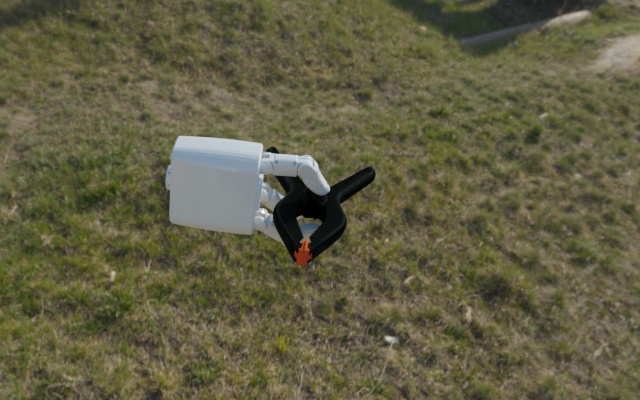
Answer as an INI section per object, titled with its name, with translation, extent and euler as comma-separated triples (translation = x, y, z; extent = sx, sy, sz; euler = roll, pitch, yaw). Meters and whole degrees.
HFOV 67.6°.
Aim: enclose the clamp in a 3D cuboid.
[clamp]
translation = 0.000, 0.002, 0.637
extent = 0.164, 0.036, 0.209
euler = 6, 40, -6
